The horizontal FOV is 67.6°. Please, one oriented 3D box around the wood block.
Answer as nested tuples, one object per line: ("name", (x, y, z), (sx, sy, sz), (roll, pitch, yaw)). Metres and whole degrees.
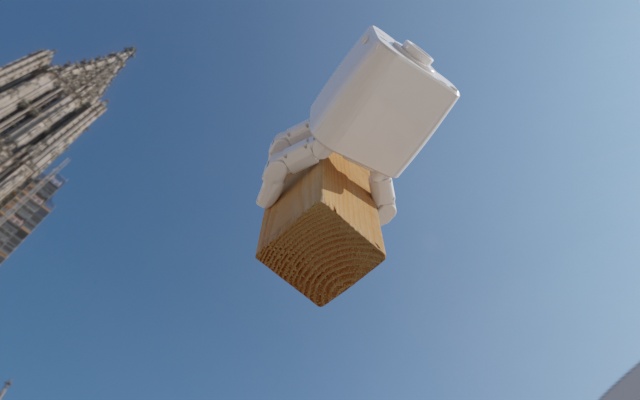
("wood block", (0.001, 0.002, 0.526), (0.090, 0.091, 0.206), (-41, 22, 21))
